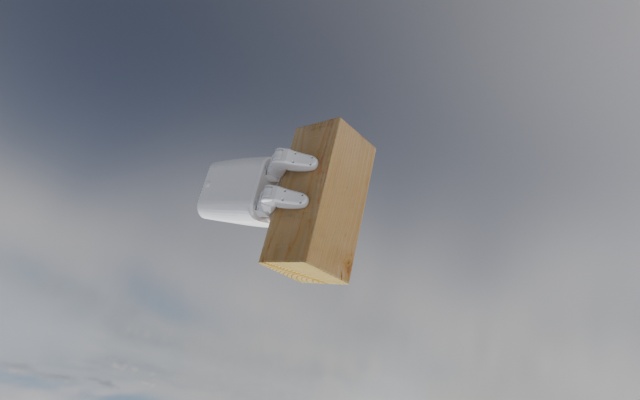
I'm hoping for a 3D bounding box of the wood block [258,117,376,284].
[{"bbox_3d":[0.000,0.002,0.658,0.090,0.206,0.091,-7,-29,41],"label":"wood block"}]
